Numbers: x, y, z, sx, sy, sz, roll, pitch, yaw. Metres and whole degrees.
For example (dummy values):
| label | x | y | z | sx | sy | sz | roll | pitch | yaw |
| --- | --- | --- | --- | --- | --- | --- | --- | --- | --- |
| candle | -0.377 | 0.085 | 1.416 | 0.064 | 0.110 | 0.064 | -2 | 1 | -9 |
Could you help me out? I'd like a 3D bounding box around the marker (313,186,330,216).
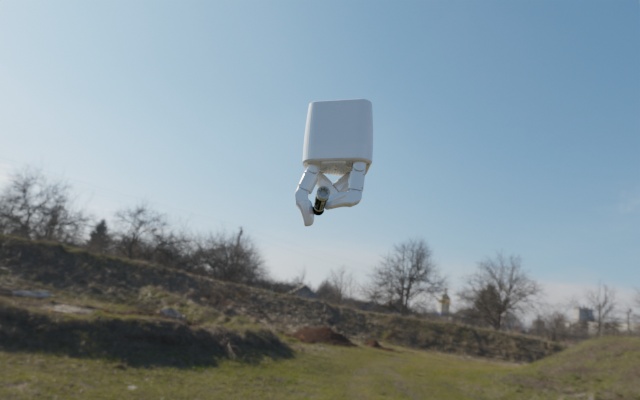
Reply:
| label | x | y | z | sx | sy | sz | roll | pitch | yaw |
| --- | --- | --- | --- | --- | --- | --- | --- | --- | --- |
| marker | 0.000 | 0.002 | 0.708 | 0.020 | 0.020 | 0.121 | 0 | -13 | -4 |
